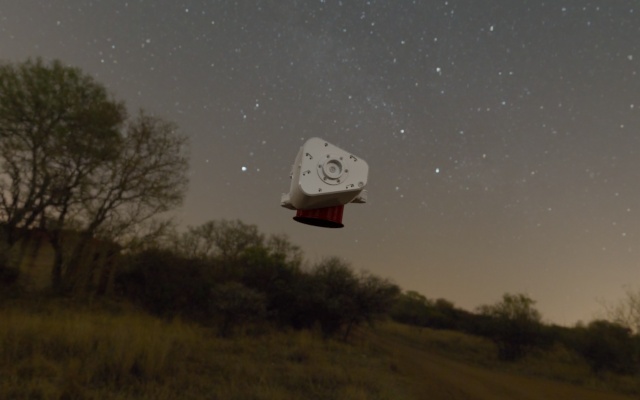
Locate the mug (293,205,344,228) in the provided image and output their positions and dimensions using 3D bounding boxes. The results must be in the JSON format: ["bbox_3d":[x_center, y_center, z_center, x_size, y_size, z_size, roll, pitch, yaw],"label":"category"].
[{"bbox_3d":[0.000,0.003,0.867,0.093,0.081,0.117,11,-12,-8],"label":"mug"}]
